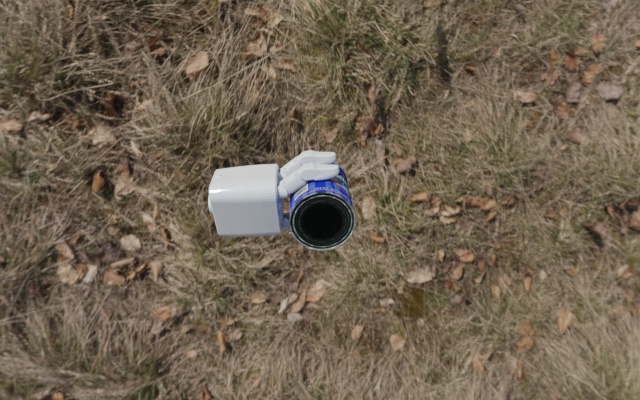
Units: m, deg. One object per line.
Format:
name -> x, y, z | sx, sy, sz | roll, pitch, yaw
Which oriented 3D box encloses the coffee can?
coffee can -> 0.000, 0.003, 0.784 | 0.103, 0.103, 0.140 | 0, 27, -3
